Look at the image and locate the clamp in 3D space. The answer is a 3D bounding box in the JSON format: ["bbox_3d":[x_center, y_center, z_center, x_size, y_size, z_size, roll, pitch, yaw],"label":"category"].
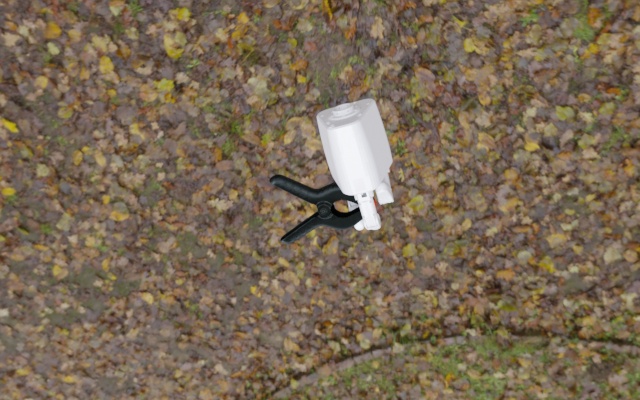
[{"bbox_3d":[0.000,0.003,0.762,0.171,0.120,0.039,-13,26,12],"label":"clamp"}]
